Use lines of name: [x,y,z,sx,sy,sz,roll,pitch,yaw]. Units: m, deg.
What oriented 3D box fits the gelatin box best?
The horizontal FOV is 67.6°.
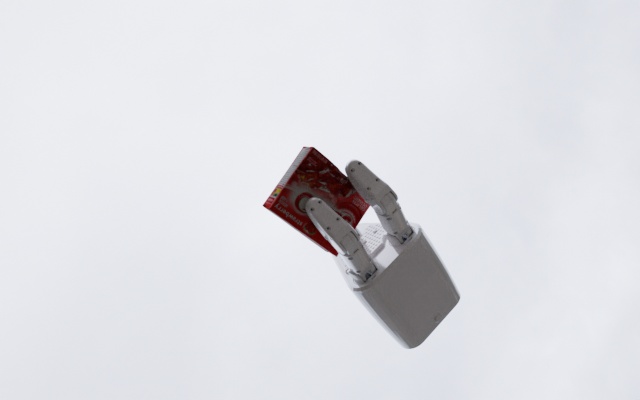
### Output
gelatin box: [0.000,0.001,0.470,0.089,0.073,0.030,38,-8,-23]
